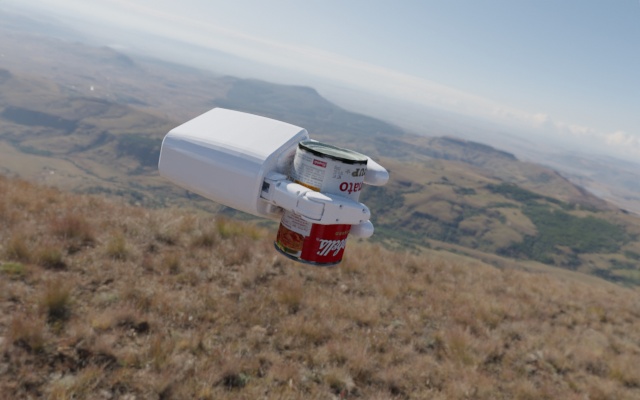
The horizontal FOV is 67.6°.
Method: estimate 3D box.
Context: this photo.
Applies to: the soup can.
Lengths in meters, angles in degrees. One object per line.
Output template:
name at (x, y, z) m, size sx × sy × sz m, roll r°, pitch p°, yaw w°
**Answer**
soup can at (0.001, 0.001, 0.448) m, size 0.068 × 0.102 × 0.068 m, roll 13°, pitch 14°, yaw -4°
